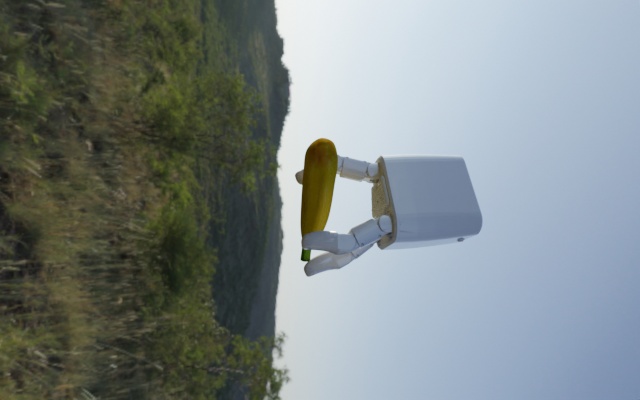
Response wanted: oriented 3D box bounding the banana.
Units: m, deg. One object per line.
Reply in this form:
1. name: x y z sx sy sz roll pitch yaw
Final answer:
1. banana: -0.001 -0.011 0.530 0.037 0.069 0.198 0 -39 -6
